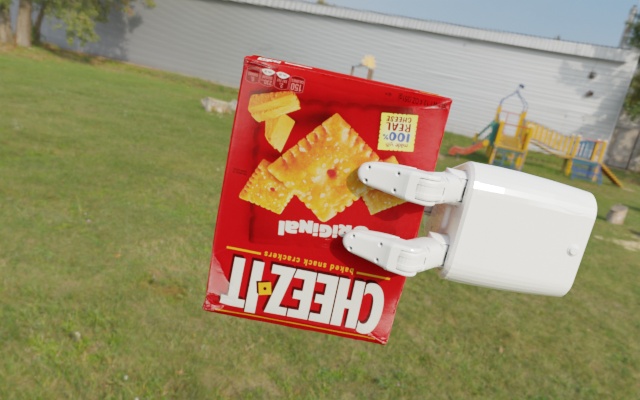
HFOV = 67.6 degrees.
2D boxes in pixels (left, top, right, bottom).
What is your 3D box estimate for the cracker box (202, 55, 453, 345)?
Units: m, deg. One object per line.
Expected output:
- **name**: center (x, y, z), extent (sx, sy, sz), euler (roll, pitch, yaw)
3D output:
- **cracker box**: center (0.000, 0.001, 0.406), extent (0.164, 0.214, 0.072), euler (12, 13, -3)
